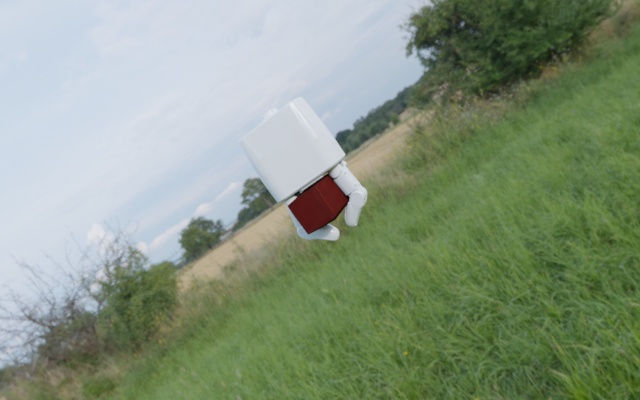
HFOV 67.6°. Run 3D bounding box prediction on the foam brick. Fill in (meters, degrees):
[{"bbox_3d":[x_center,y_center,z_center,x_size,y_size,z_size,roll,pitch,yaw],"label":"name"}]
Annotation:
[{"bbox_3d":[0.000,0.002,0.668,0.053,0.051,0.078,-32,7,28],"label":"foam brick"}]
